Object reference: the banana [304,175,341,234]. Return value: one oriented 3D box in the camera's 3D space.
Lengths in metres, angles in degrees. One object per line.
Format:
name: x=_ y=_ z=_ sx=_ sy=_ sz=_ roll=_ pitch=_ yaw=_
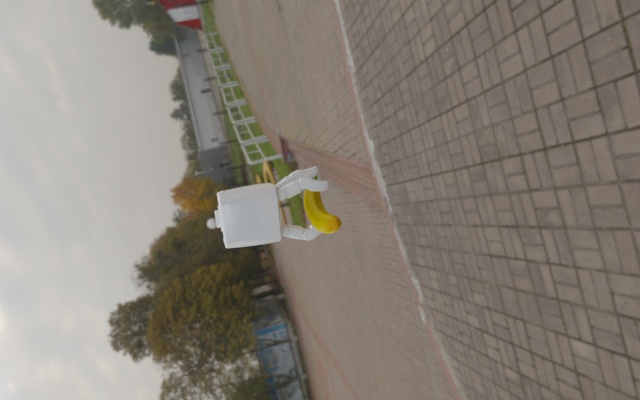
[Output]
banana: x=-0.002 y=0.017 z=0.906 sx=0.037 sy=0.070 sz=0.197 roll=-4 pitch=31 yaw=-15
